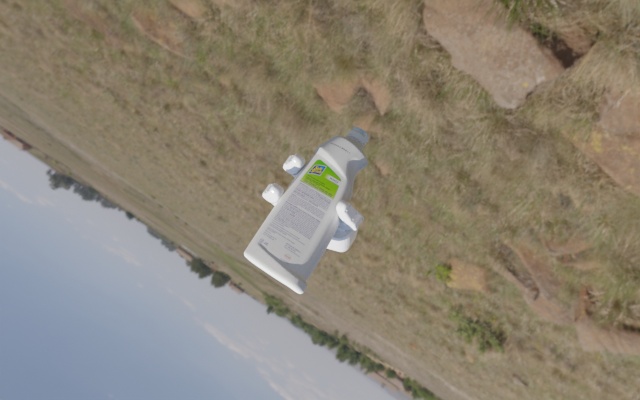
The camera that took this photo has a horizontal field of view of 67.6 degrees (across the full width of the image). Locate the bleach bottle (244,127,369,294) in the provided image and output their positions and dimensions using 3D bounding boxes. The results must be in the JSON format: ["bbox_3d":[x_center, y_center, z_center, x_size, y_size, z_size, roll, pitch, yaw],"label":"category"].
[{"bbox_3d":[0.000,0.002,0.692,0.102,0.250,0.068,31,-13,13],"label":"bleach bottle"}]
